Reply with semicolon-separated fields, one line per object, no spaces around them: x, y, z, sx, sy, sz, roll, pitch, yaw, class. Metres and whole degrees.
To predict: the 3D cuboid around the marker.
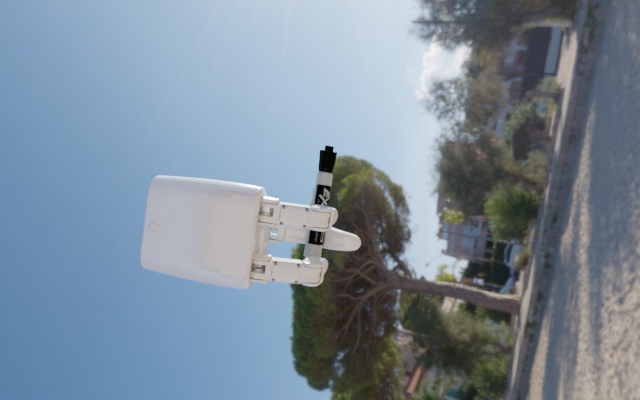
0.000;0.002;0.511;0.020;0.121;0.020;9;4;-1;marker
